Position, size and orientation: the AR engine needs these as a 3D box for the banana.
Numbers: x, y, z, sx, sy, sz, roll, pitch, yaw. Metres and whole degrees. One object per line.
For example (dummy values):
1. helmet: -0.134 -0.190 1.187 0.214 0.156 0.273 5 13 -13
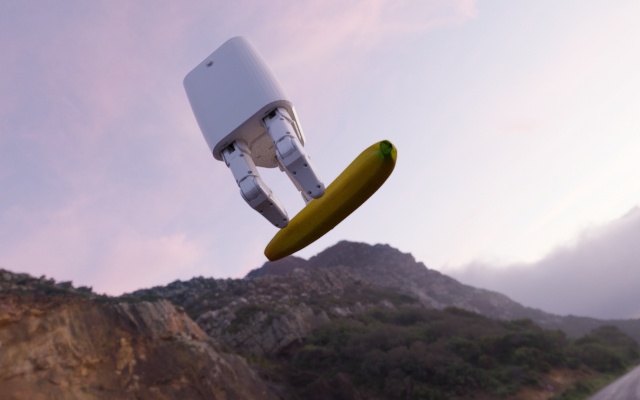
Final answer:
1. banana: 0.014 -0.002 0.477 0.069 0.037 0.198 -9 -29 -48
